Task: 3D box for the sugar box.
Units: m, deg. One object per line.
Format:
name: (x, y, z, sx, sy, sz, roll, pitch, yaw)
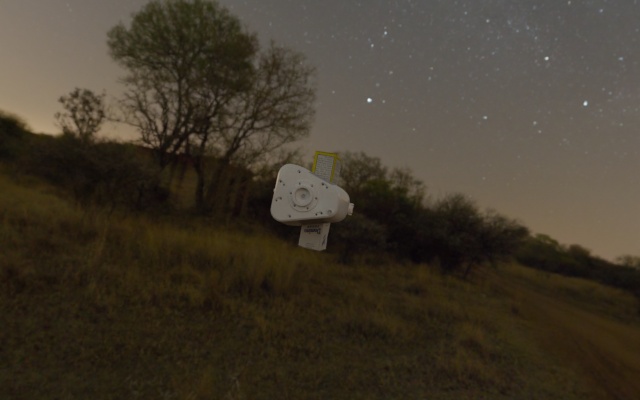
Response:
sugar box: (0.000, 0.003, 0.886, 0.048, 0.176, 0.093, 12, -2, 9)
